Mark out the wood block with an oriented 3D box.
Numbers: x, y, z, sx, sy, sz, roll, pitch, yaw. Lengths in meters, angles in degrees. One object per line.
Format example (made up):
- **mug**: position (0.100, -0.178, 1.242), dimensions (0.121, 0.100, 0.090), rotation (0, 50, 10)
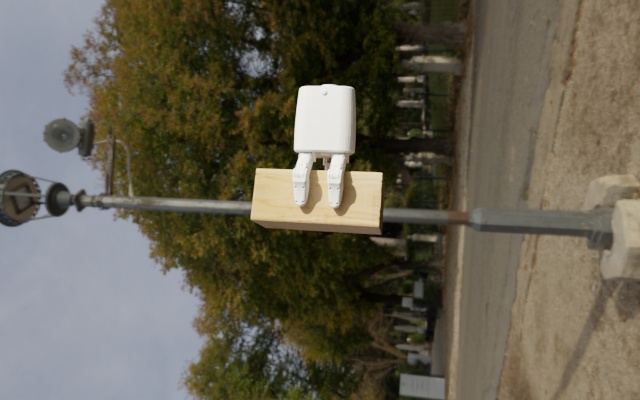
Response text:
- **wood block**: position (0.000, 0.002, 0.797), dimensions (0.206, 0.090, 0.091), rotation (3, -10, 11)
